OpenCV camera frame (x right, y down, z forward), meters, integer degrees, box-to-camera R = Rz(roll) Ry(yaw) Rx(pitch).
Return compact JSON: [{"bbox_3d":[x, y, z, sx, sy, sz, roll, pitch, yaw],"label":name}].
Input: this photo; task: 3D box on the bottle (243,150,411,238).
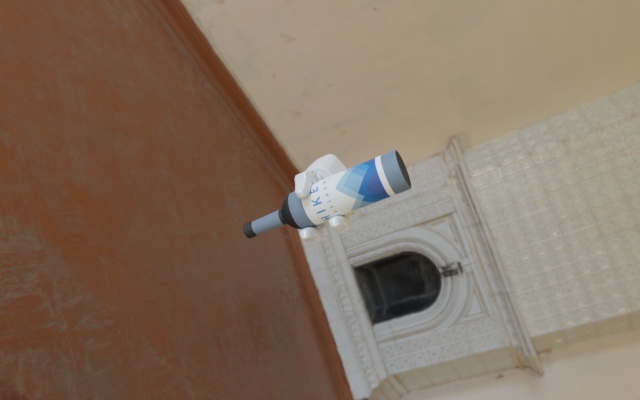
[{"bbox_3d":[0.000,0.003,0.792,0.296,0.069,0.069,-22,-8,19],"label":"bottle"}]
